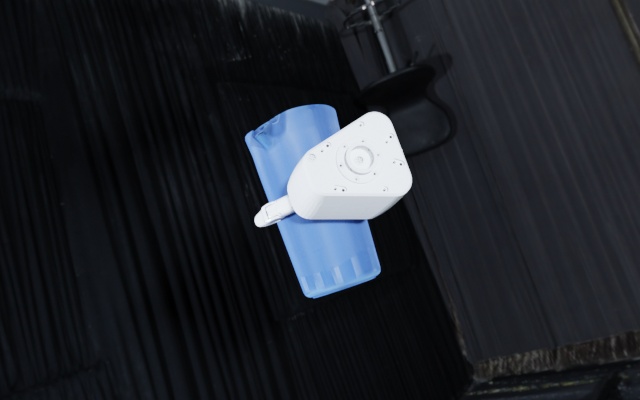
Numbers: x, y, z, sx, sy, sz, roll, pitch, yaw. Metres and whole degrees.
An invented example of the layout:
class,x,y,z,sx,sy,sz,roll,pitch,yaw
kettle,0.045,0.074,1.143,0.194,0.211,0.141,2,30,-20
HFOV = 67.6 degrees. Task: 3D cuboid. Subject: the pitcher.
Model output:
class,x,y,z,sx,sy,sz,roll,pitch,yaw
pitcher,0.000,0.002,0.663,0.149,0.243,0.145,-16,-9,-15
